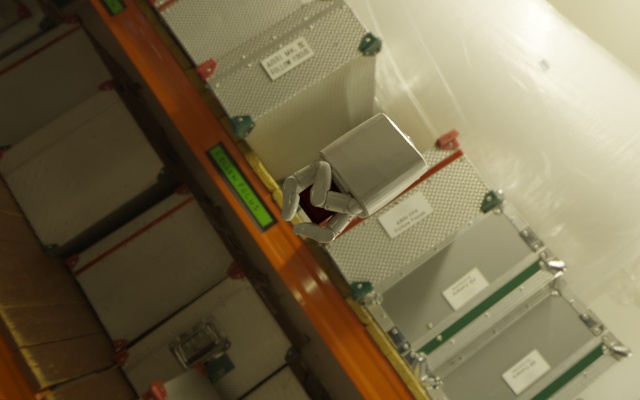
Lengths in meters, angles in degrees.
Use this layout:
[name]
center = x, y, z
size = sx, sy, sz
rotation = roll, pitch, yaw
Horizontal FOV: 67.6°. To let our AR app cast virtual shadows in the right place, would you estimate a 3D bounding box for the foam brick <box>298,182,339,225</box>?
[foam brick]
center = 0.000, 0.002, 0.698
size = 0.051, 0.053, 0.078
rotation = -36, -2, -6
